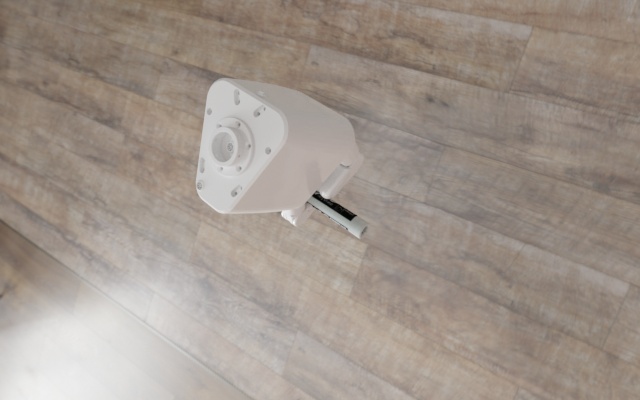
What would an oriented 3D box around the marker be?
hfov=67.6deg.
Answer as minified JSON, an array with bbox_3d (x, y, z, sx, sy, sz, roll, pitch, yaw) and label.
[{"bbox_3d":[0.000,0.002,0.514,0.121,0.020,0.020,33,16,26],"label":"marker"}]
